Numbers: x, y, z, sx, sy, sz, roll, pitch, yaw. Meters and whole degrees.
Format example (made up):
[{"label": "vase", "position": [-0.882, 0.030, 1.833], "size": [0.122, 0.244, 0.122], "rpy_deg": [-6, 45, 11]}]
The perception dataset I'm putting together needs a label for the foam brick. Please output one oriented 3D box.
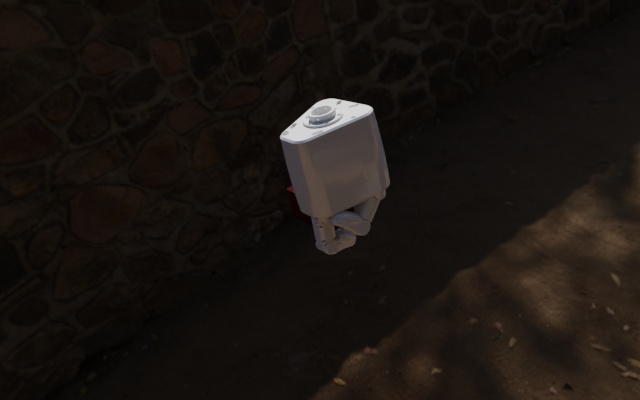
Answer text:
[{"label": "foam brick", "position": [0.000, 0.002, 0.657], "size": [0.053, 0.051, 0.078], "rpy_deg": [-36, 37, -27]}]
